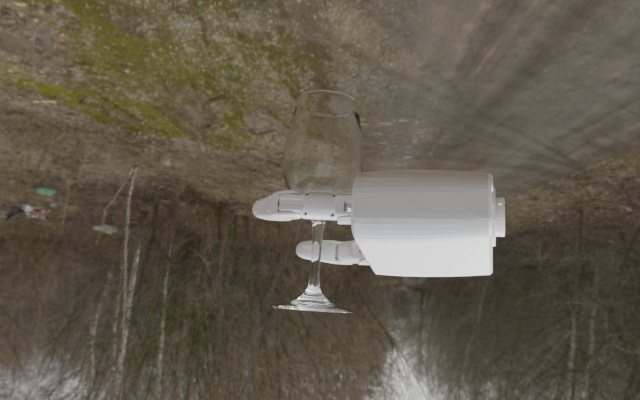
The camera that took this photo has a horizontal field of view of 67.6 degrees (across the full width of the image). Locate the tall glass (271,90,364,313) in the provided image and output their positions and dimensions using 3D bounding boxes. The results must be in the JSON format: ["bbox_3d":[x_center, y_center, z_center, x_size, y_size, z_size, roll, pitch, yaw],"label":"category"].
[{"bbox_3d":[0.000,0.002,0.451,0.079,0.201,0.079,4,-12,1],"label":"tall glass"}]
